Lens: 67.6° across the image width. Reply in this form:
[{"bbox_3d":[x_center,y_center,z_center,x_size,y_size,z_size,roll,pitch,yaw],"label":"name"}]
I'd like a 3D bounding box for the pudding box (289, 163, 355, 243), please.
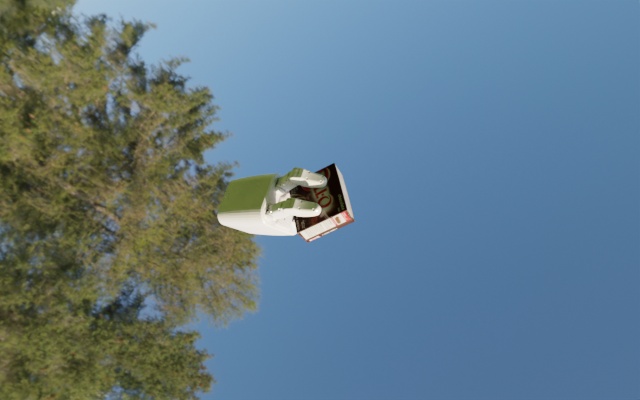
[{"bbox_3d":[0.000,0.003,0.780,0.090,0.113,0.039,-26,-42,13],"label":"pudding box"}]
